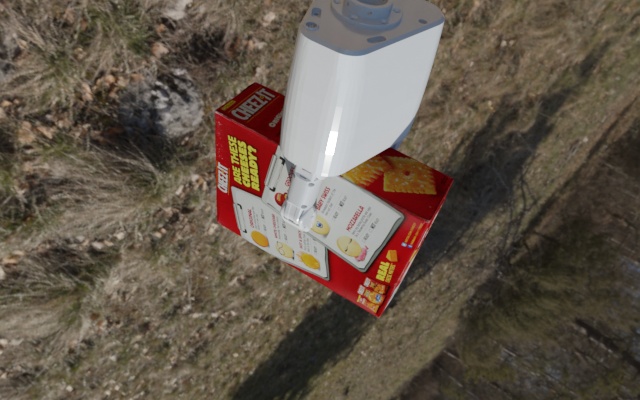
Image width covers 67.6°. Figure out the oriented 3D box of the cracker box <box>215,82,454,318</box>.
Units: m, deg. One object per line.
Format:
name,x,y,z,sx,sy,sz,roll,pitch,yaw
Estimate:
cracker box,0.000,0.002,0.479,0.213,0.164,0.072,29,49,14
